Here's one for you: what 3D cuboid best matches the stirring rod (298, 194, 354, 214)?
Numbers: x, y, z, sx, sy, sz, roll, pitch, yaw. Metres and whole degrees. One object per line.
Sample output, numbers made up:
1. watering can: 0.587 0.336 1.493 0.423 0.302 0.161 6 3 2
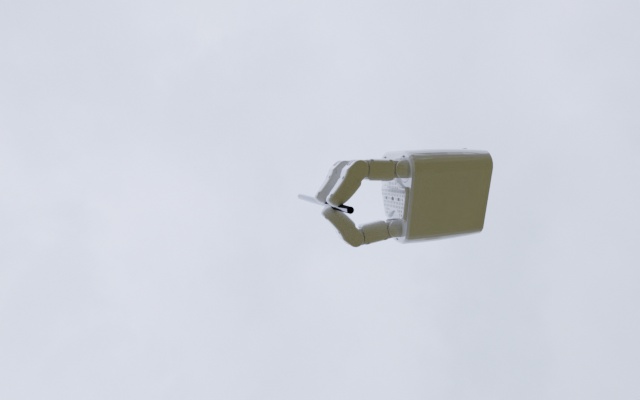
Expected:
1. stirring rod: 0.000 0.002 0.603 0.011 0.011 0.239 0 4 -15
